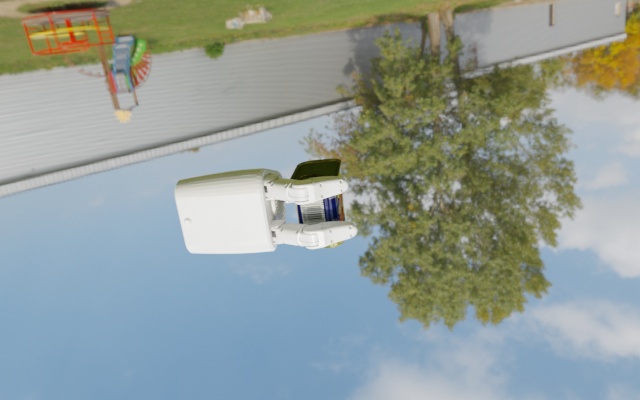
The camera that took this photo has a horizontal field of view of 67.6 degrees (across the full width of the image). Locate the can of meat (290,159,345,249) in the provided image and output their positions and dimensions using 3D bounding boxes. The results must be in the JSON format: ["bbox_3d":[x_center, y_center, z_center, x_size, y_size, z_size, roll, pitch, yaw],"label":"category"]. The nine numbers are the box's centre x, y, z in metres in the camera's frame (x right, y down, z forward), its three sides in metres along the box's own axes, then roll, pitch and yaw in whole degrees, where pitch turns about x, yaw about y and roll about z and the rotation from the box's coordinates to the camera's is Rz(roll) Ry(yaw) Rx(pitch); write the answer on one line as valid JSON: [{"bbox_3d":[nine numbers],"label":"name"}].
[{"bbox_3d":[0.000,0.002,0.587,0.057,0.084,0.102,-5,18,7],"label":"can of meat"}]
